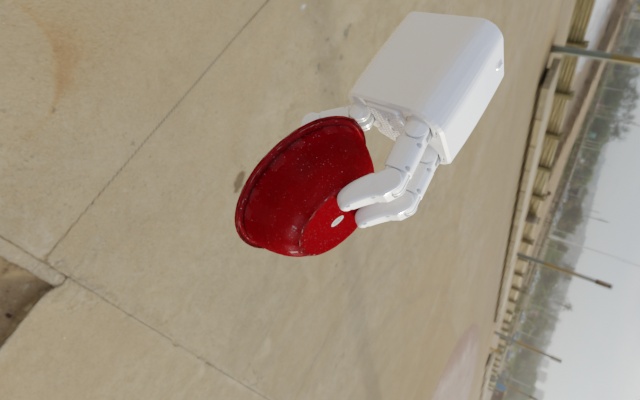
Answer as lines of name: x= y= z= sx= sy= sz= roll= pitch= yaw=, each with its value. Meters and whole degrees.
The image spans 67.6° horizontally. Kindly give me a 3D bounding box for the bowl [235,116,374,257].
bowl: x=0.000 y=0.003 z=0.460 sx=0.055 sy=0.162 sz=0.162 roll=45 pitch=25 yaw=28
